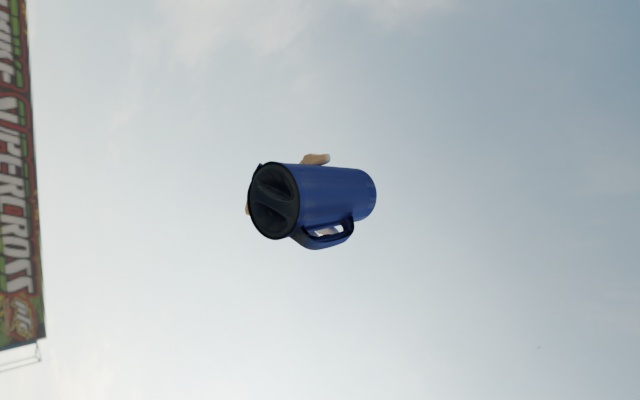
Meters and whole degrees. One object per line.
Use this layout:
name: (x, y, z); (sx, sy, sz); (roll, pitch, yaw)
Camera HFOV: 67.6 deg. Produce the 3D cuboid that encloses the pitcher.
pitcher: (0.000, 0.003, 0.882); (0.145, 0.149, 0.243); (2, 4, 43)
